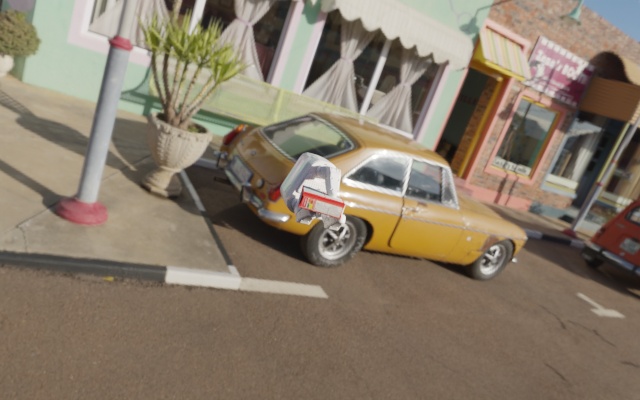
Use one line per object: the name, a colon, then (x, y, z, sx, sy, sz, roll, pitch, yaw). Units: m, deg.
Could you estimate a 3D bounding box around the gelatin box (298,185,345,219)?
gelatin box: (0.000, 0.002, 0.813, 0.073, 0.030, 0.089, 17, 7, -5)
